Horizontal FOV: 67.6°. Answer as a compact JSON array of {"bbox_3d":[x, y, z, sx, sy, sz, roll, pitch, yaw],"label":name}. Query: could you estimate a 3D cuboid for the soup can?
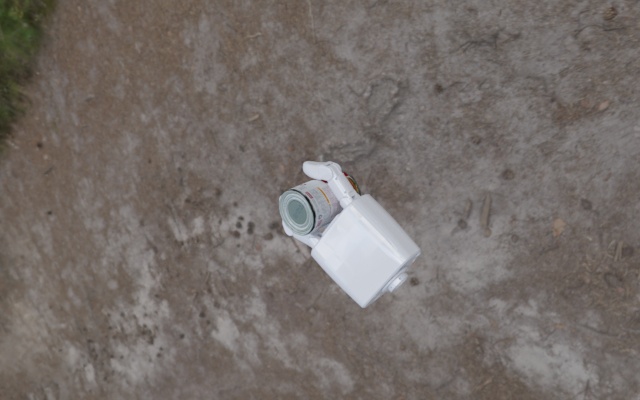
[{"bbox_3d":[0.000,0.002,0.676,0.068,0.068,0.102,0,18,44],"label":"soup can"}]
